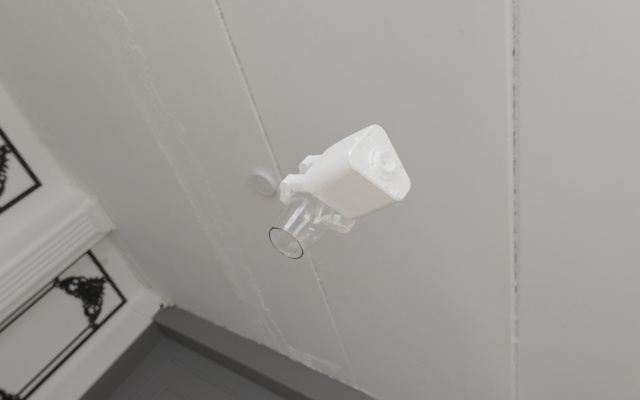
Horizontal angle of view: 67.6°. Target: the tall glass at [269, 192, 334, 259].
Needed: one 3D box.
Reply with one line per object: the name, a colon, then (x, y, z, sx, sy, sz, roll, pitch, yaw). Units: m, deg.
tall glass: (0.000, 0.002, 0.763, 0.079, 0.079, 0.201, 0, 38, 42)
